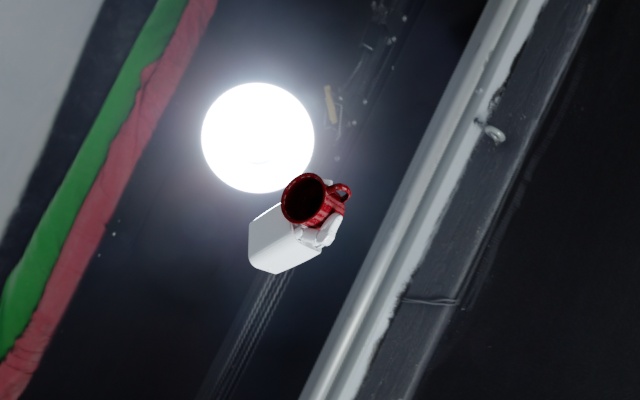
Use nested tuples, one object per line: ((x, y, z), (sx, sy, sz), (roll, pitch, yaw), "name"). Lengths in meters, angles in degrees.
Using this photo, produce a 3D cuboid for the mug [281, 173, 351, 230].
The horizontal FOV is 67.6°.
((0.001, 0.002, 0.840), (0.117, 0.093, 0.081), (-28, -32, 22), "mug")
